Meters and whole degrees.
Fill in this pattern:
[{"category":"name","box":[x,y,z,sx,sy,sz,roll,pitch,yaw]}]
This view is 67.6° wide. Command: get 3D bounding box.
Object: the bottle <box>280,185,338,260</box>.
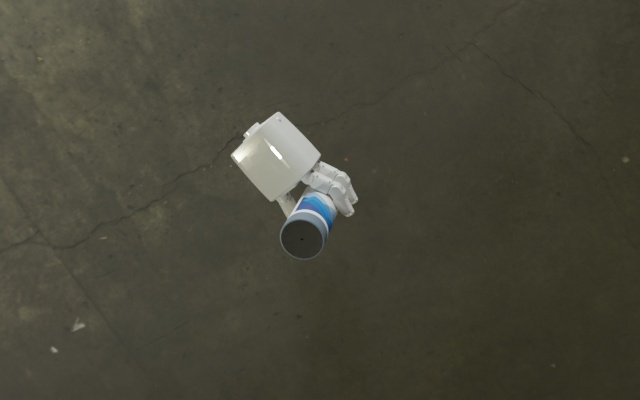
[{"category":"bottle","box":[0.000,0.003,0.821,0.069,0.069,0.295,0,21,11]}]
